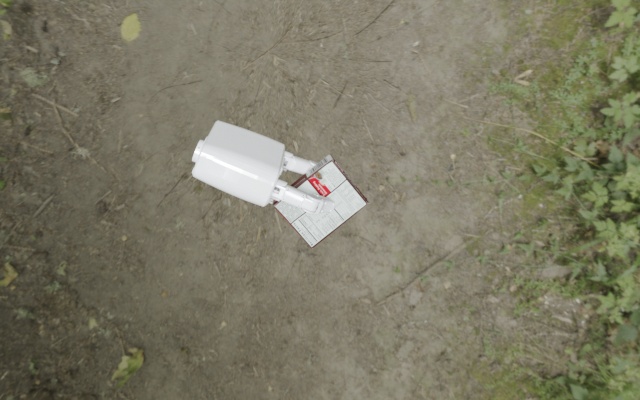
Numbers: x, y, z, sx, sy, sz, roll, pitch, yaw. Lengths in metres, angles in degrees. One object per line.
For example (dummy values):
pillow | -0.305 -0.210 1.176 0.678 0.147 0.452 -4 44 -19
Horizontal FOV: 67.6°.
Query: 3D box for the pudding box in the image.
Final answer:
pudding box | 0.000 0.002 0.706 0.113 0.090 0.039 -38 16 7
